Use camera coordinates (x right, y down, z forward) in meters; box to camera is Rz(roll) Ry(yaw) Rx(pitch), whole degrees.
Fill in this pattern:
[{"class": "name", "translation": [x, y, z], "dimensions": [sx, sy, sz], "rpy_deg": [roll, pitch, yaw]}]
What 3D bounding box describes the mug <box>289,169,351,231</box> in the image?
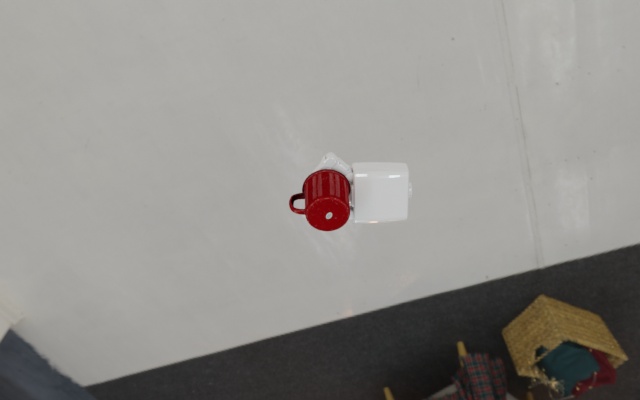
[{"class": "mug", "translation": [-0.001, 0.003, 0.880], "dimensions": [0.117, 0.093, 0.081], "rpy_deg": [-2, 37, 0]}]
